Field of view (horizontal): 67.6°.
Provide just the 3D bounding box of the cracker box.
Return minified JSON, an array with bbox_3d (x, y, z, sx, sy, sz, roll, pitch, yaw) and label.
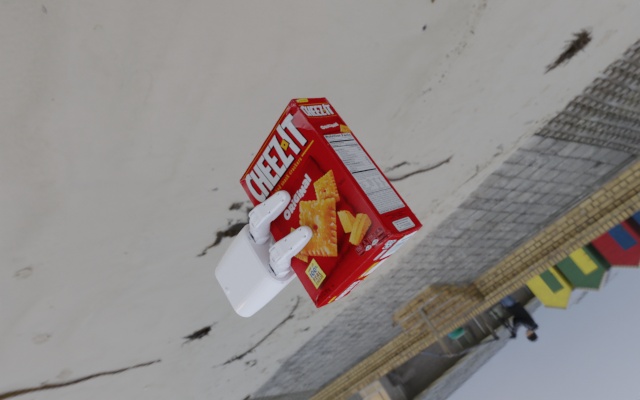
[{"bbox_3d":[0.000,0.002,0.609,0.072,0.213,0.164,-13,-28,-46],"label":"cracker box"}]
